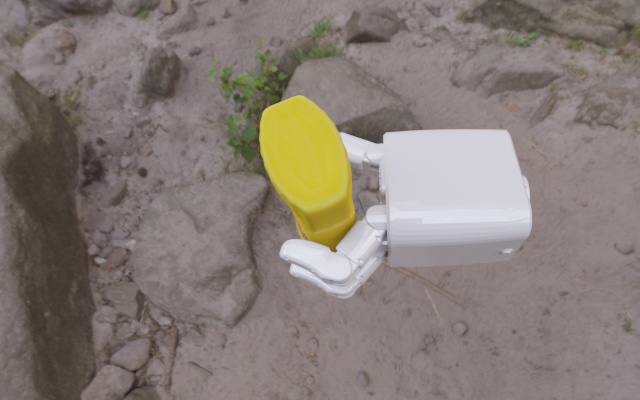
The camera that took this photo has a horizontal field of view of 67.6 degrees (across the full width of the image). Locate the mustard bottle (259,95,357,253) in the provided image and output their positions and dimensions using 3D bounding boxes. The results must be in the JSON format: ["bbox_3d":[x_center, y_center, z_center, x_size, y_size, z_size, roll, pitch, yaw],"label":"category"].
[{"bbox_3d":[0.000,0.001,0.414,0.058,0.096,0.192,-24,-24,-2],"label":"mustard bottle"}]
